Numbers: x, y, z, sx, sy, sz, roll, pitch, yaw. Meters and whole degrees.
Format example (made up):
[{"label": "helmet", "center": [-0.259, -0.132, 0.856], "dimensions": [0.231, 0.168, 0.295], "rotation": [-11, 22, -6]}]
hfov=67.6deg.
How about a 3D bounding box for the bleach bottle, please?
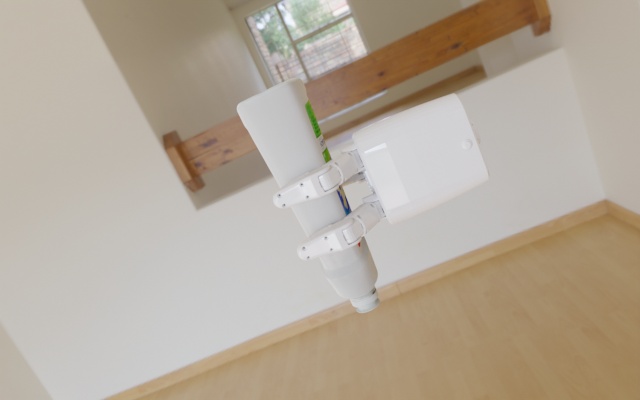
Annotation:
[{"label": "bleach bottle", "center": [0.000, 0.002, 0.500], "dimensions": [0.068, 0.251, 0.102], "rotation": [-23, 14, 8]}]
